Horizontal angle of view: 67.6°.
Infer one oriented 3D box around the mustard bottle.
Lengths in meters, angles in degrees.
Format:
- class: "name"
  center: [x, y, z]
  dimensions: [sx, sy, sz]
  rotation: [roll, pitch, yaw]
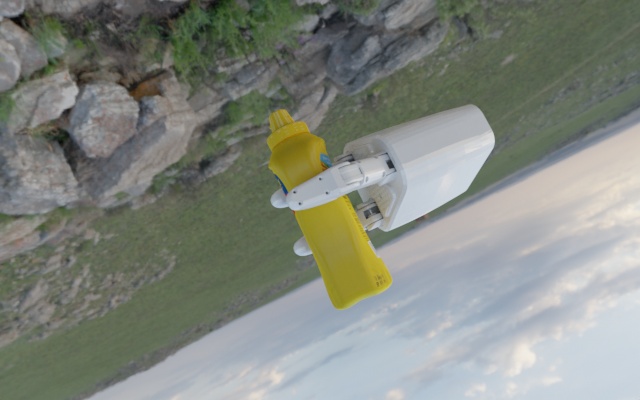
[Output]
- class: "mustard bottle"
  center: [0.000, 0.002, 0.442]
  dimensions: [0.058, 0.191, 0.096]
  rotation: [-27, -9, 7]
